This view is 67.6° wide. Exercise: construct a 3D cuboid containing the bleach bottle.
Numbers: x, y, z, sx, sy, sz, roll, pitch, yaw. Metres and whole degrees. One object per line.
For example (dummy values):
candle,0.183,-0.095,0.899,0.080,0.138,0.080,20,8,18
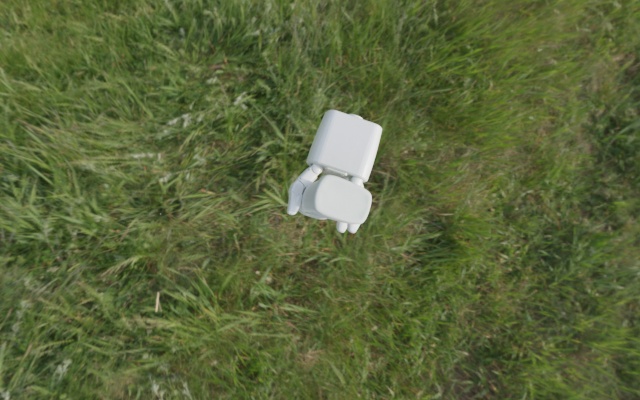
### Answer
bleach bottle,0.000,0.003,0.885,0.102,0.068,0.251,20,-7,-17
